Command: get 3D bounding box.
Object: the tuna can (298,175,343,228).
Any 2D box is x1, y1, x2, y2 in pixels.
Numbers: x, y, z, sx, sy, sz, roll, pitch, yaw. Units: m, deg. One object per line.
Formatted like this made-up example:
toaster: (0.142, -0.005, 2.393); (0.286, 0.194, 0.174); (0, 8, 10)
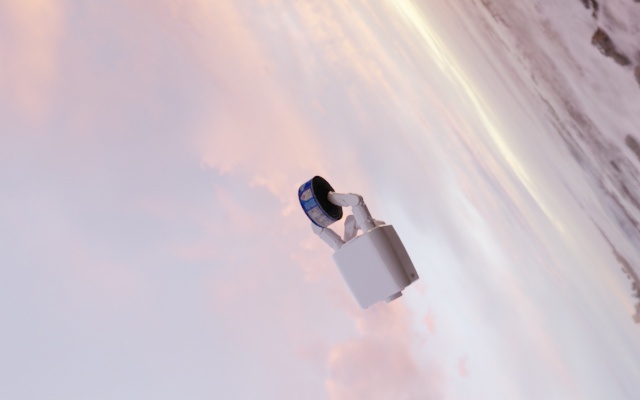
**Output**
tuna can: (0.000, 0.003, 0.808); (0.034, 0.086, 0.086); (-31, -14, 24)
